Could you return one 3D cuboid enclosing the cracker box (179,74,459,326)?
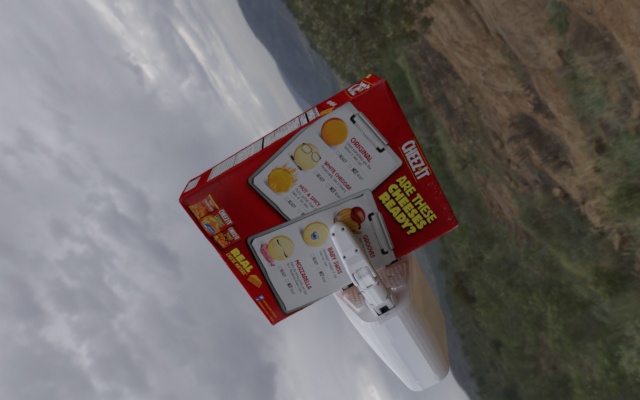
[{"bbox_3d":[0.000,0.002,0.472,0.214,0.164,0.072,-30,22,5],"label":"cracker box"}]
